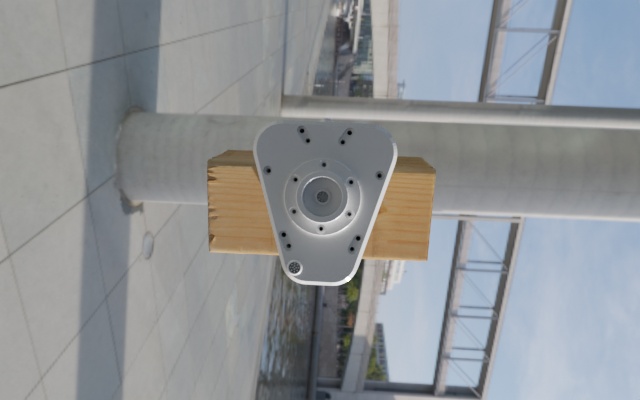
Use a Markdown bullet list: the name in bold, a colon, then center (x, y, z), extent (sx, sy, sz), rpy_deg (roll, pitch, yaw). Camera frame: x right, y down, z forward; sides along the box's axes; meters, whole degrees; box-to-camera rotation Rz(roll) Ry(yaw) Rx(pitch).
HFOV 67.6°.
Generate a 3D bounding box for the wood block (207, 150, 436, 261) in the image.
- **wood block**: center (0.000, 0.002, 0.479), extent (0.206, 0.091, 0.090), rpy_deg (3, 13, 2)
